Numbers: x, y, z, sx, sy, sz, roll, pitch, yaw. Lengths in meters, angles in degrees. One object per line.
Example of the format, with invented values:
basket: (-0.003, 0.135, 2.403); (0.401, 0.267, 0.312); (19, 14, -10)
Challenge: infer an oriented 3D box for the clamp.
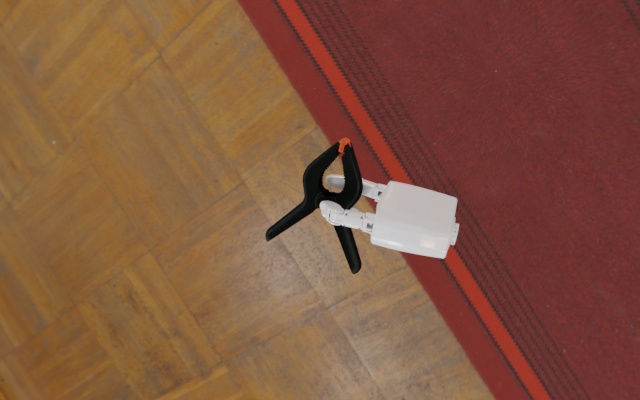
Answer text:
clamp: (0.000, 0.002, 0.747); (0.164, 0.210, 0.036); (13, 18, 10)
